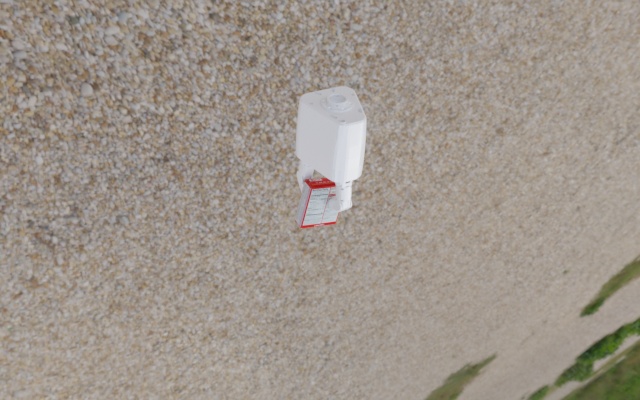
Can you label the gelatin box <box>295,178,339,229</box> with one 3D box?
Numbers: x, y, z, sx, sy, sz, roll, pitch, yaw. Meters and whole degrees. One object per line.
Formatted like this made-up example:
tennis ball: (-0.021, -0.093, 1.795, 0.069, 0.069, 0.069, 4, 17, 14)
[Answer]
gelatin box: (0.000, 0.003, 0.831, 0.073, 0.089, 0.030, -6, 37, -31)
